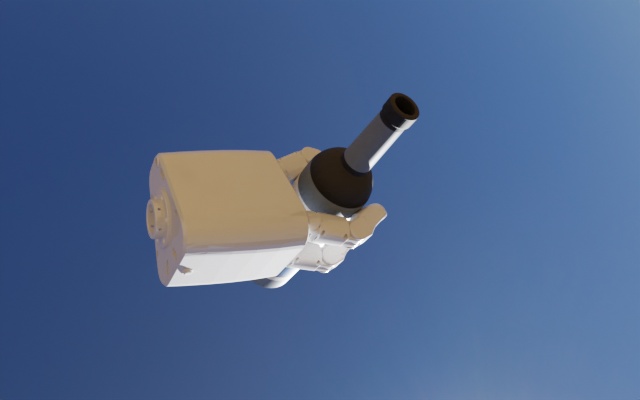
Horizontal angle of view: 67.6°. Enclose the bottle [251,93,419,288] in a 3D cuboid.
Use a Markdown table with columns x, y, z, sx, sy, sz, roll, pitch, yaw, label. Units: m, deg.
| x | y | z | sx | sy | sz | roll | pitch | yaw | label |
| --- | --- | --- | --- | --- | --- | --- | --- | --- | --- |
| 0.000 | 0.002 | 0.478 | 0.069 | 0.069 | 0.296 | 0 | -31 | -31 | bottle |
